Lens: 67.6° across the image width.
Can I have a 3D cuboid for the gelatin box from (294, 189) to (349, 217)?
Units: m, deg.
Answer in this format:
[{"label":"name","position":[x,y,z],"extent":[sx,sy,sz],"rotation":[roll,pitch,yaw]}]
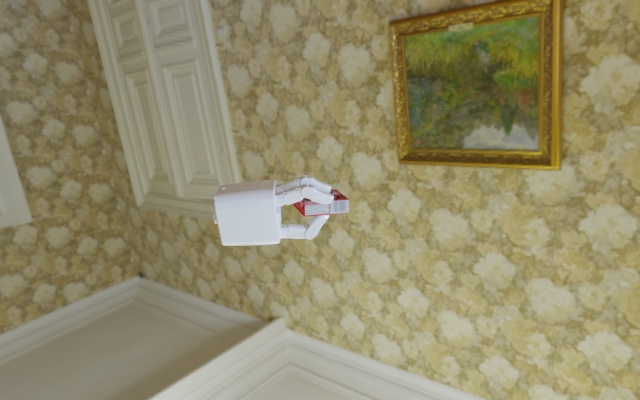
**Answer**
[{"label":"gelatin box","position":[0.000,0.003,0.883],"extent":[0.089,0.030,0.073],"rotation":[-4,17,-16]}]
